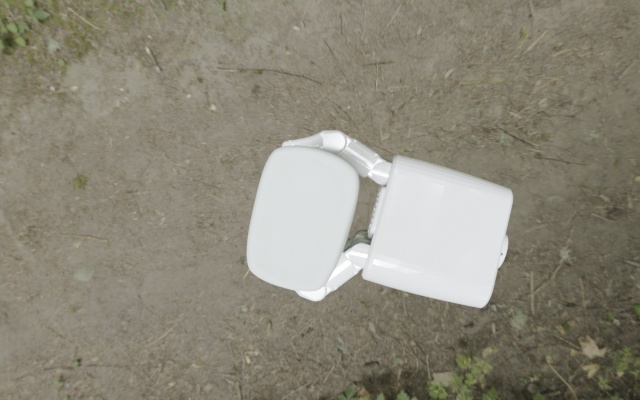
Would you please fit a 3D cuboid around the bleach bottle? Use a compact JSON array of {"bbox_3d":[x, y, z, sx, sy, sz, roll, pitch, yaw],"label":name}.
[{"bbox_3d":[0.000,0.002,0.441,0.068,0.102,0.251,16,8,5],"label":"bleach bottle"}]
